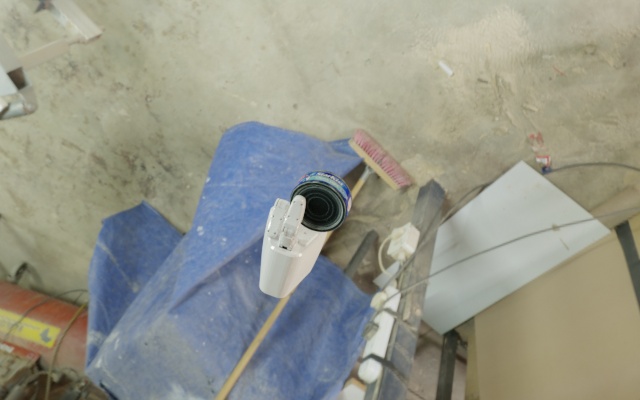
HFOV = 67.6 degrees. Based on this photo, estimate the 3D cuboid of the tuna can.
[{"bbox_3d":[0.000,0.002,0.677,0.086,0.086,0.033,0,30,19],"label":"tuna can"}]
